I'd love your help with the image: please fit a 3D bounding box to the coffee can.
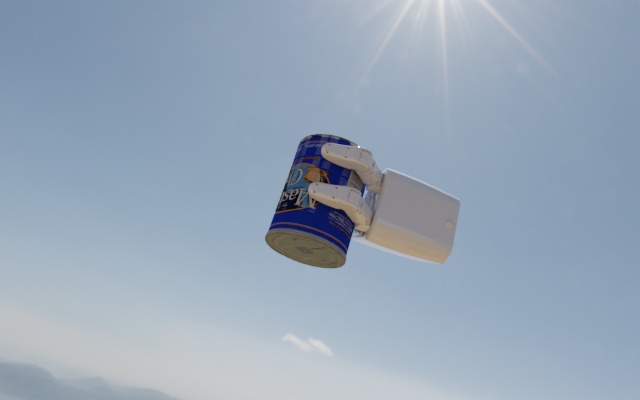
[{"bbox_3d":[0.000,0.002,0.608,0.103,0.140,0.103,15,-24,7],"label":"coffee can"}]
